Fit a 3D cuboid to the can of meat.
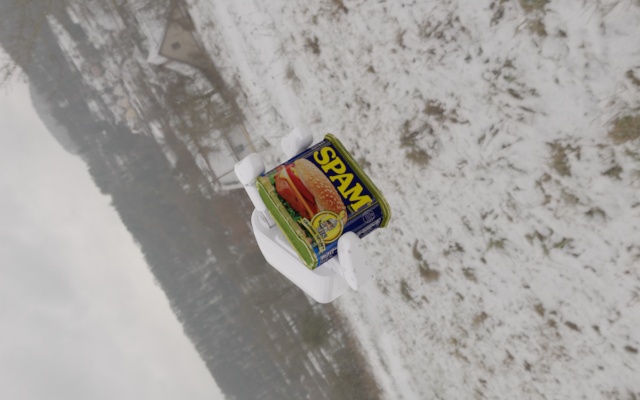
[{"bbox_3d":[0.000,0.002,0.440,0.084,0.102,0.057,-31,-19,-15],"label":"can of meat"}]
